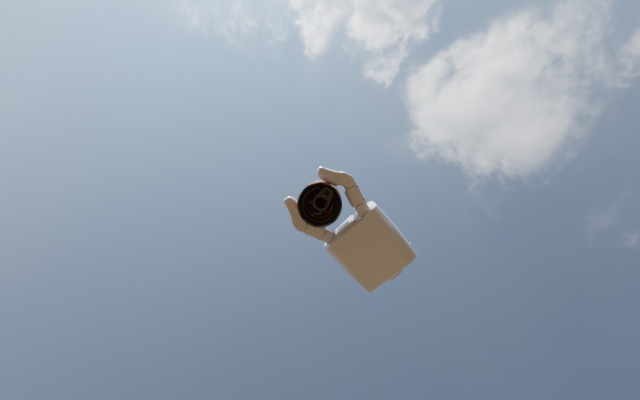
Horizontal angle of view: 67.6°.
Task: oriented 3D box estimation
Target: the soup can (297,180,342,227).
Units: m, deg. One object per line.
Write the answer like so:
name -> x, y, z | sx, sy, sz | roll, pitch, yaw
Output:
soup can -> 0.000, 0.002, 0.765 | 0.068, 0.068, 0.102 | 0, 5, 2
